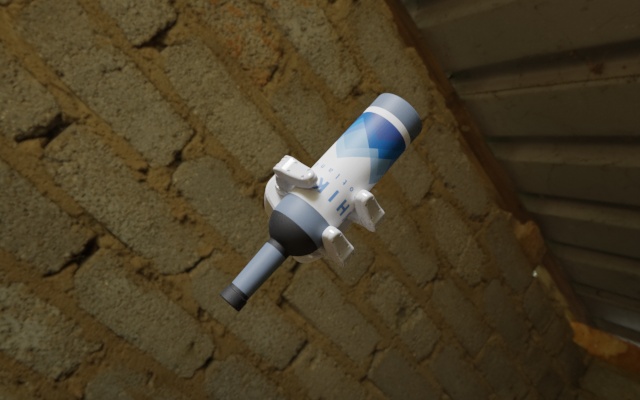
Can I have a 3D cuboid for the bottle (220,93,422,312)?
[{"bbox_3d":[0.000,0.002,0.535,0.069,0.295,0.069,38,-16,13],"label":"bottle"}]
